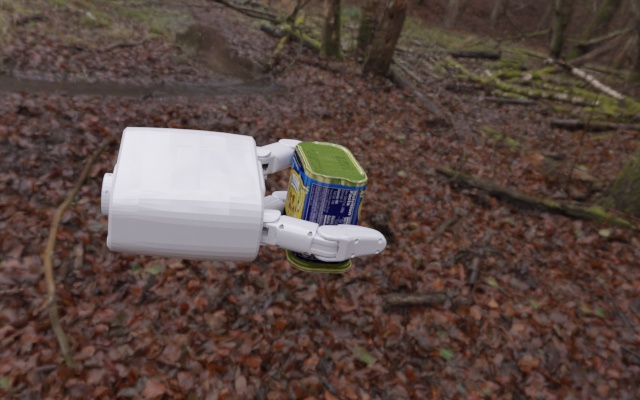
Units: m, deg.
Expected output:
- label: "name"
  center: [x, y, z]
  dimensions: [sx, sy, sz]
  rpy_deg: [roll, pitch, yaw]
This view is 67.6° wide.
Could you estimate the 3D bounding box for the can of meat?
- label: "can of meat"
  center: [0.000, 0.001, 0.423]
  dimensions: [0.057, 0.084, 0.102]
  rpy_deg: [6, 23, -14]
